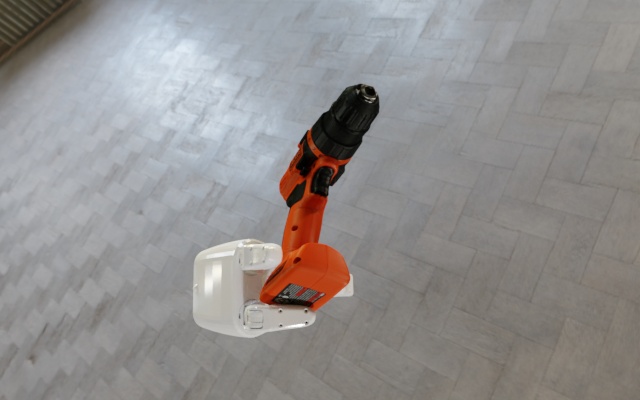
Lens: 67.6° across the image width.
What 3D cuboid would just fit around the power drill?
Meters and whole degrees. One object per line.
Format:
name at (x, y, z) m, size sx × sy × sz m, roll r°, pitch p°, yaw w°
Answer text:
power drill at (0.000, 0.002, 0.462) m, size 0.057 × 0.187 × 0.184 m, roll 20°, pitch -38°, yaw -14°
